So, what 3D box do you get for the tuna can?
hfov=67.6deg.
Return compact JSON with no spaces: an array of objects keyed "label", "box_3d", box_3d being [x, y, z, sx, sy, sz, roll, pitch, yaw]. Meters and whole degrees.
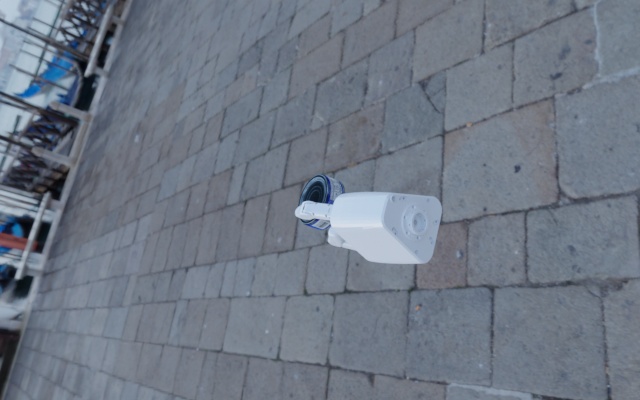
[{"label":"tuna can","box_3d":[0.000,0.002,0.758,0.034,0.086,0.086,20,-10,-30]}]
